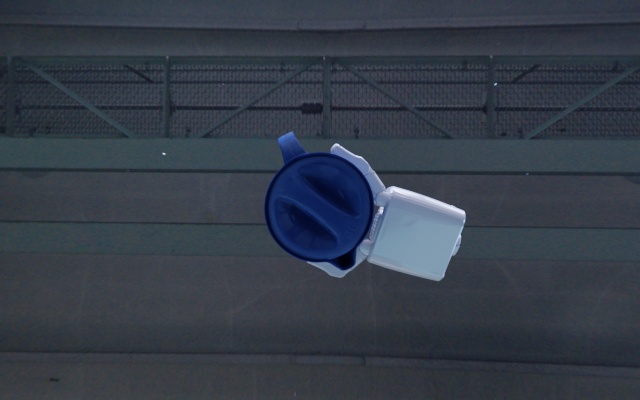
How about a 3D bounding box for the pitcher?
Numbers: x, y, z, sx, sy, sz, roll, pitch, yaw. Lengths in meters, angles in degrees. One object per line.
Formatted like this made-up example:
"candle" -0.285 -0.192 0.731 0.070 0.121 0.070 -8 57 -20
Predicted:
"pitcher" 0.000 0.002 0.686 0.145 0.149 0.243 17 -1 3
